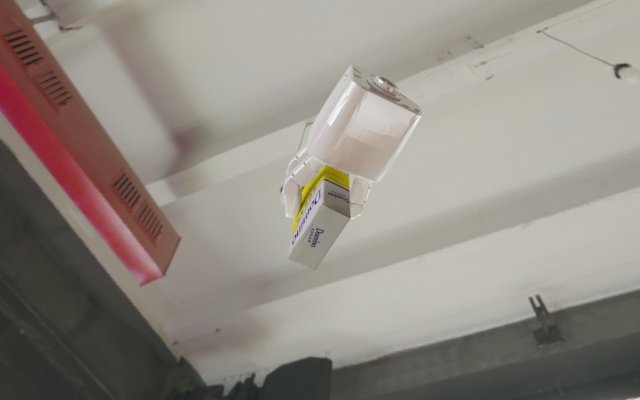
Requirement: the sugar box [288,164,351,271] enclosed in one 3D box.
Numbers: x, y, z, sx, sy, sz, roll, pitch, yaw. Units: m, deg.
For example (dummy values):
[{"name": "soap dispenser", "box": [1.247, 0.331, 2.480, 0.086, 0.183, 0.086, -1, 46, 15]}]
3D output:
[{"name": "sugar box", "box": [0.000, 0.002, 0.640, 0.048, 0.093, 0.176, 27, 27, -10]}]
